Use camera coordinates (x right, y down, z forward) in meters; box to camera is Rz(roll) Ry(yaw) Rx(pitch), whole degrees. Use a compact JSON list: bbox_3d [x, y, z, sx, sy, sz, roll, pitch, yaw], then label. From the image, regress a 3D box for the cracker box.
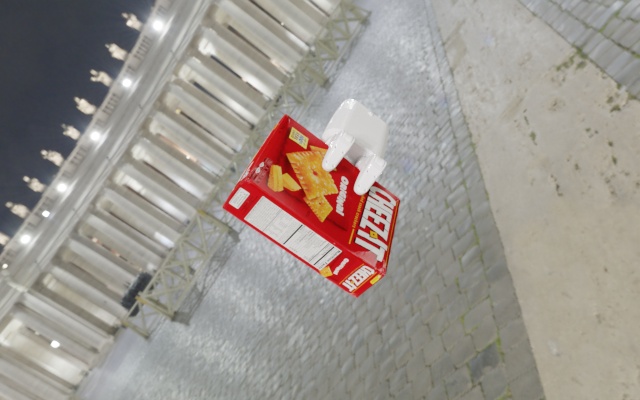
[{"bbox_3d":[0.000,0.002,0.644,0.214,0.164,0.072,35,-51,-11],"label":"cracker box"}]
